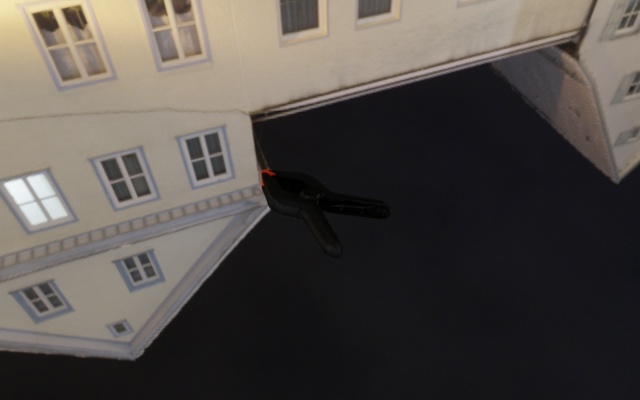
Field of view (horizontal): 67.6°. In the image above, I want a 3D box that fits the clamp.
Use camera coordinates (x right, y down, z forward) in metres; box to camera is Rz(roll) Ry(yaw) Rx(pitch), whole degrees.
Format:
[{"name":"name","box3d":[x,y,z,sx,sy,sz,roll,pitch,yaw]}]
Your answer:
[{"name":"clamp","box3d":[0.000,0.002,0.596,0.120,0.039,0.171,-20,45,-42]}]
